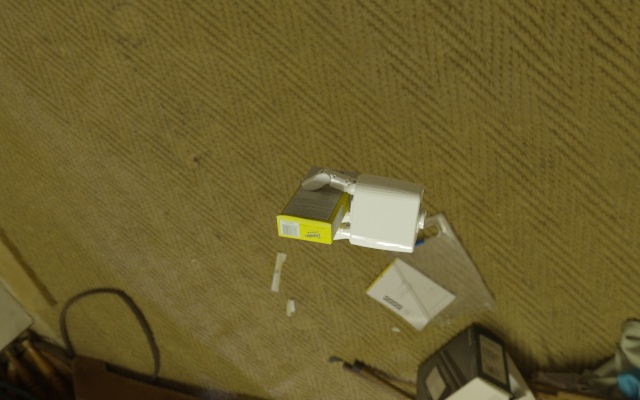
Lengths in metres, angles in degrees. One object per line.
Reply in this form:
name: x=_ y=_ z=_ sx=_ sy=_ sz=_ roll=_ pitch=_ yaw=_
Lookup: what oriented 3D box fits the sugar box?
sugar box: x=0.000 y=0.003 z=0.824 sx=0.093 sy=0.048 sz=0.176 roll=9 pitch=31 yaw=16
